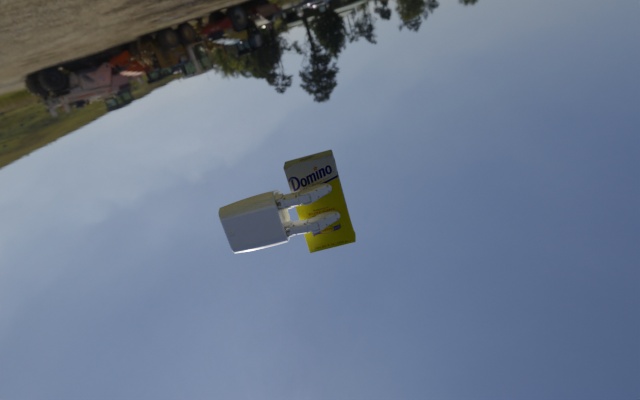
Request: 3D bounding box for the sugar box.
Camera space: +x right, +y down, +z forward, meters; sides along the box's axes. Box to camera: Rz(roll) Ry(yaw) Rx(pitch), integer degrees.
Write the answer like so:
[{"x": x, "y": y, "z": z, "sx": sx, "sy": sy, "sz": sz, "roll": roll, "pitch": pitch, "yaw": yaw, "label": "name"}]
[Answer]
[{"x": 0.000, "y": 0.003, "z": 0.885, "sx": 0.093, "sy": 0.176, "sz": 0.048, "roll": -15, "pitch": 21, "yaw": 6, "label": "sugar box"}]
